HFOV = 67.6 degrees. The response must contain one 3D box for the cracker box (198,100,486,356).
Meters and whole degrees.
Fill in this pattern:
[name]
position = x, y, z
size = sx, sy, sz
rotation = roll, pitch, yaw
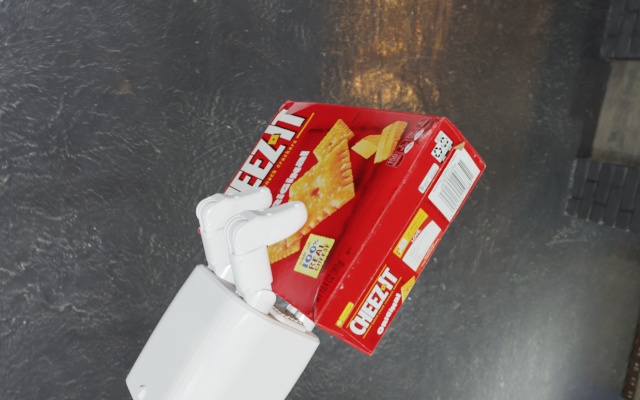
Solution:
[cracker box]
position = 0.000, 0.001, 0.403
size = 0.072, 0.164, 0.213
rotation = 40, -11, -36
